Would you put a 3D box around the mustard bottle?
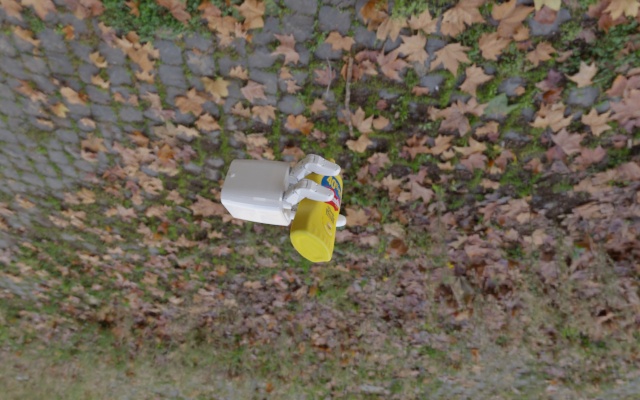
[{"bbox_3d":[0.000,0.003,0.823,0.058,0.191,0.096,-9,-41,26],"label":"mustard bottle"}]
